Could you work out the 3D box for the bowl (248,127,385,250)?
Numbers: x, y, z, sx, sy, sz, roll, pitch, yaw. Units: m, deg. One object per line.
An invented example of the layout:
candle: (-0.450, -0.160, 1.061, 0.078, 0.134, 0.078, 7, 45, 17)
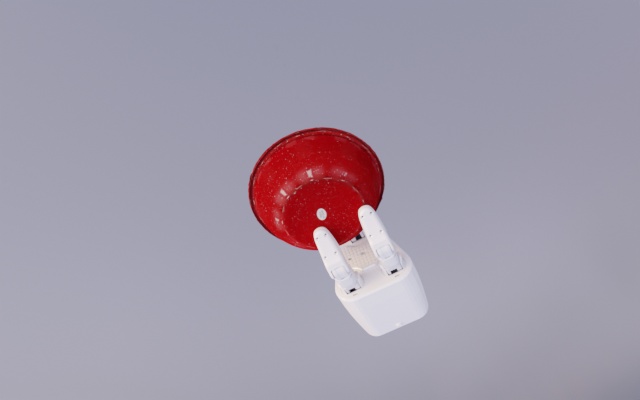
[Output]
bowl: (-0.001, 0.001, 0.540, 0.162, 0.162, 0.055, 0, 31, -9)
